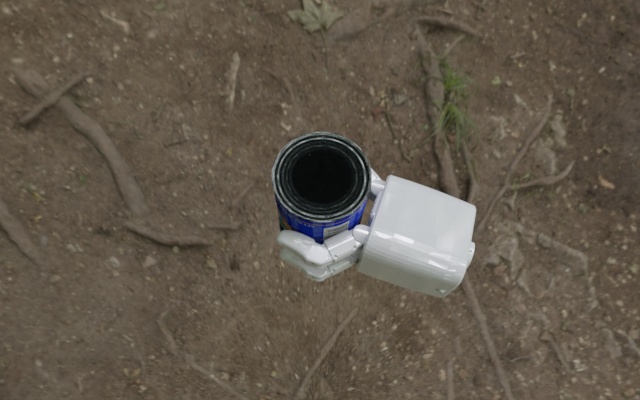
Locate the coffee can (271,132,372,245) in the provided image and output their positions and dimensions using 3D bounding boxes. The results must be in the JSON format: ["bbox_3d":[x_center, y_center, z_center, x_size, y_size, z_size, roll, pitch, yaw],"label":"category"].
[{"bbox_3d":[0.000,0.002,0.546,0.103,0.102,0.140,0,-23,-1],"label":"coffee can"}]
